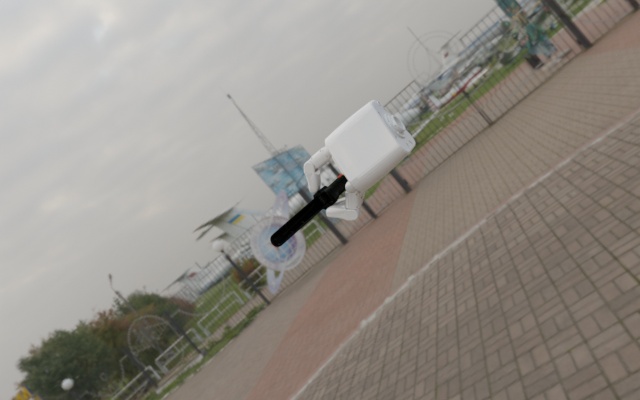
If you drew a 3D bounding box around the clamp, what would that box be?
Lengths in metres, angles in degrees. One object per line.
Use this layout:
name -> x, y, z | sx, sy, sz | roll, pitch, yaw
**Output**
clamp -> 0.000, 0.002, 0.854 | 0.164, 0.036, 0.210 | -39, 2, 28
